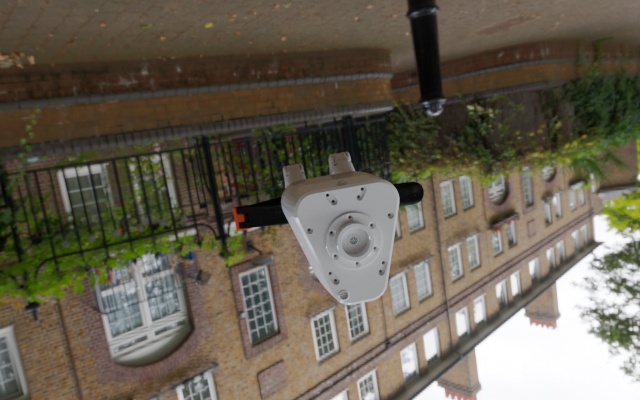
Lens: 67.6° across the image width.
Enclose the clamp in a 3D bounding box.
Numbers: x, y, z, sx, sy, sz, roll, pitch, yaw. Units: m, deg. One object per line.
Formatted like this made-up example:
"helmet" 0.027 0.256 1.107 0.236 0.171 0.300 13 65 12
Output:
"clamp" 0.000 0.003 0.585 0.210 0.036 0.164 -10 6 -8
